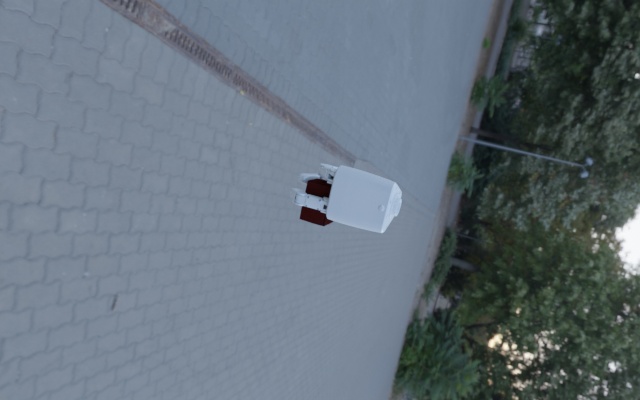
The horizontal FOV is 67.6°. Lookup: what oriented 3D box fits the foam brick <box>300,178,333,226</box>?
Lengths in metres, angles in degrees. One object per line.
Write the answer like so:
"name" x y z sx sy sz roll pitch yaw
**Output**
"foam brick" 0.000 0.003 0.893 0.051 0.078 0.053 17 12 18
